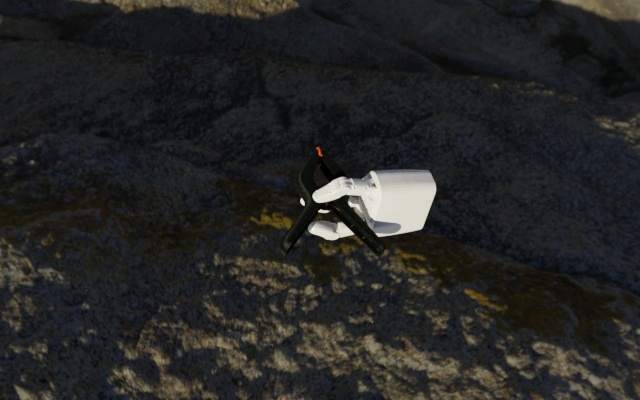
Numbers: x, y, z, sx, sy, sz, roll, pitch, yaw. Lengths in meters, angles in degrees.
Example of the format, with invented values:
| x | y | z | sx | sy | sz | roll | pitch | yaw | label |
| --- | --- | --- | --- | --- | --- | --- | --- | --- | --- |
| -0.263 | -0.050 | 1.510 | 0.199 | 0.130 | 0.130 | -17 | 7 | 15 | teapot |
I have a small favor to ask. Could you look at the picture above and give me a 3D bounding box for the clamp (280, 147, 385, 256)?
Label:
| x | y | z | sx | sy | sz | roll | pitch | yaw | label |
| --- | --- | --- | --- | --- | --- | --- | --- | --- | --- |
| 0.000 | 0.002 | 0.767 | 0.164 | 0.209 | 0.036 | -3 | -34 | -22 | clamp |
